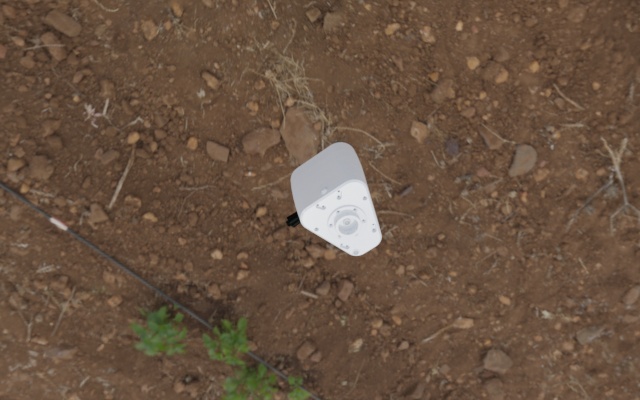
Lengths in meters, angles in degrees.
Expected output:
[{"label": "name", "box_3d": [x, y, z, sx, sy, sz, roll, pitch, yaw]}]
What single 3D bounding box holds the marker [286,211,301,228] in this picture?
[{"label": "marker", "box_3d": [0.000, 0.002, 0.696, 0.121, 0.020, 0.020, -34, -8, 12]}]
